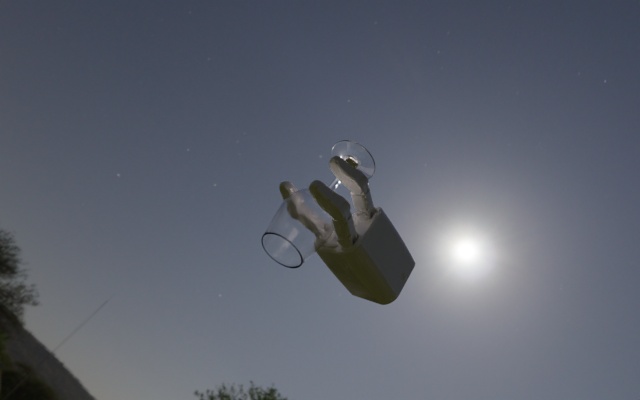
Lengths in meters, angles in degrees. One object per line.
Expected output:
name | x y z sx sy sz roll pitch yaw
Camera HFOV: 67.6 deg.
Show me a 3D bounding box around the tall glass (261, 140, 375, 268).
tall glass | 0.000 0.002 0.661 0.079 0.079 0.201 0 38 40
